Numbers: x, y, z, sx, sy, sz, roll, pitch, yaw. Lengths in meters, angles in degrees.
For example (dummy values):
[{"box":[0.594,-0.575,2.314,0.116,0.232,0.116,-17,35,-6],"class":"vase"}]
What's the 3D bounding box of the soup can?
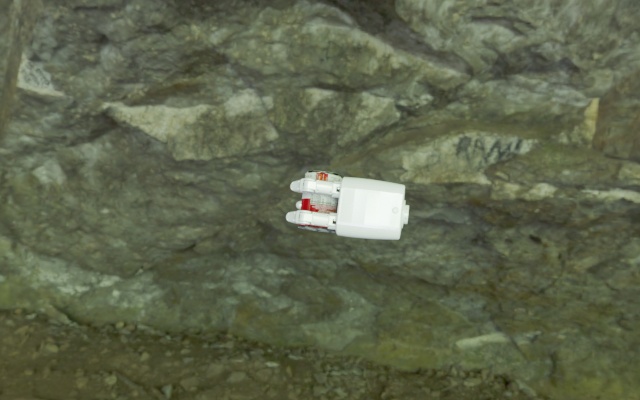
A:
[{"box":[0.000,0.002,0.847,0.068,0.102,0.068,7,-6,1],"class":"soup can"}]
